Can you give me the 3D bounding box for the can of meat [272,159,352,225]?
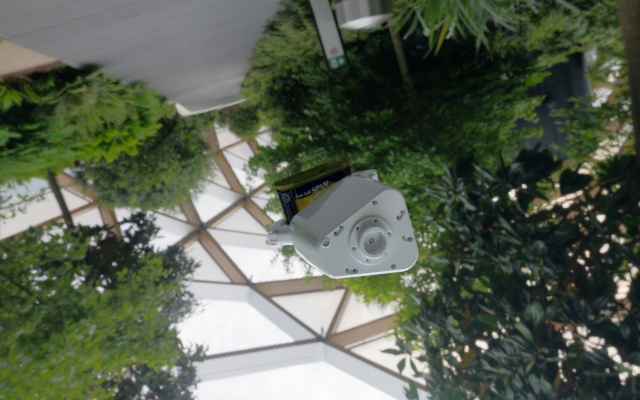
[{"bbox_3d":[0.000,0.002,0.619,0.102,0.084,0.057,-22,13,-17],"label":"can of meat"}]
